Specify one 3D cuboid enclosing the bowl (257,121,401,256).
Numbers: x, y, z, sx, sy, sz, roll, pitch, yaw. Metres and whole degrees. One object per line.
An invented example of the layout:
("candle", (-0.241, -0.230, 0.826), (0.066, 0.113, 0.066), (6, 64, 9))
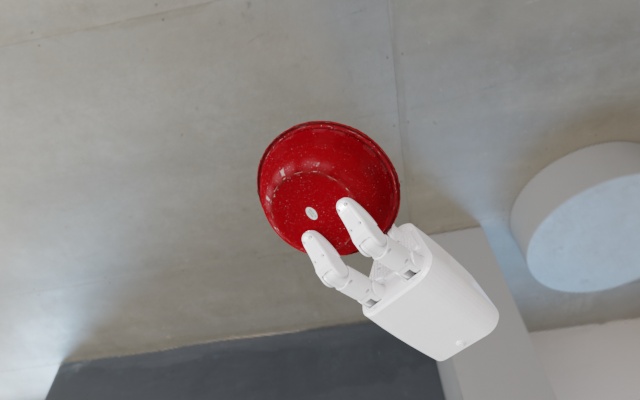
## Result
("bowl", (-0.001, 0.001, 0.500), (0.162, 0.162, 0.055), (0, 25, 16))
